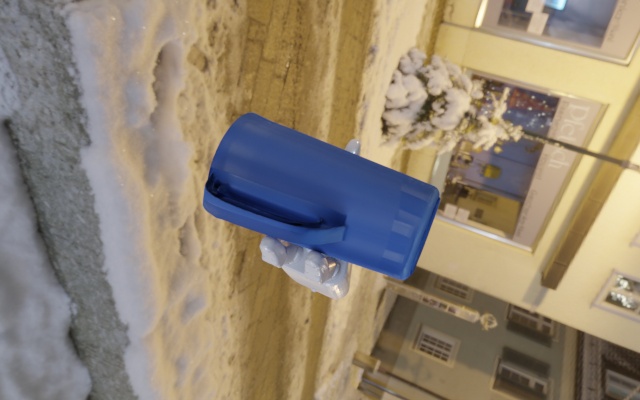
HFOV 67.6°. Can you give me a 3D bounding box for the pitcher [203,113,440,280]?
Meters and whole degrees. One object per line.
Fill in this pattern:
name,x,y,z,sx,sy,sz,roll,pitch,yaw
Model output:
pitcher,0.000,0.002,0.535,0.243,0.149,0.145,20,-20,15
